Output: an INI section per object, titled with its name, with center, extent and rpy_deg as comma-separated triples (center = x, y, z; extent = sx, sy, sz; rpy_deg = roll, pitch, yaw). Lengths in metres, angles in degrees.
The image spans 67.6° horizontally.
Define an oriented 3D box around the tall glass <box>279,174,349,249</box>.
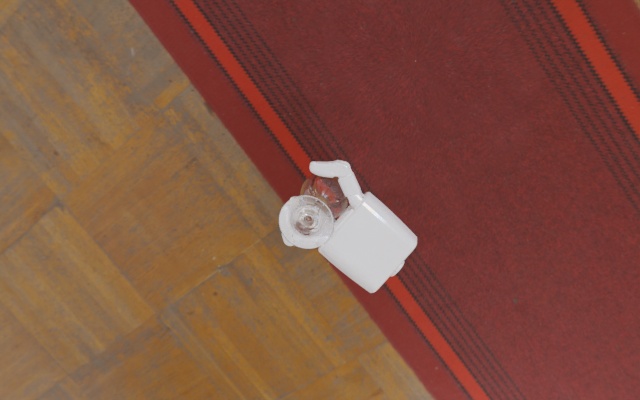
[tall glass]
center = 0.000, 0.002, 0.718
extent = 0.079, 0.079, 0.201
rpy_deg = 0, 16, 11
